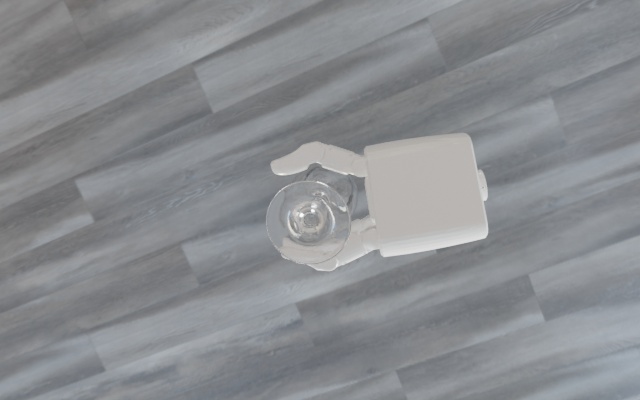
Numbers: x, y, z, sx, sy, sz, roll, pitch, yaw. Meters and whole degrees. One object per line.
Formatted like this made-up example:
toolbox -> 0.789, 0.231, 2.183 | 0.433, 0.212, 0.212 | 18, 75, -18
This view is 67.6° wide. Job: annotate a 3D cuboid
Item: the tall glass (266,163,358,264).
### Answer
tall glass -> 0.000, 0.002, 0.507 | 0.079, 0.079, 0.201 | 0, 10, 6
